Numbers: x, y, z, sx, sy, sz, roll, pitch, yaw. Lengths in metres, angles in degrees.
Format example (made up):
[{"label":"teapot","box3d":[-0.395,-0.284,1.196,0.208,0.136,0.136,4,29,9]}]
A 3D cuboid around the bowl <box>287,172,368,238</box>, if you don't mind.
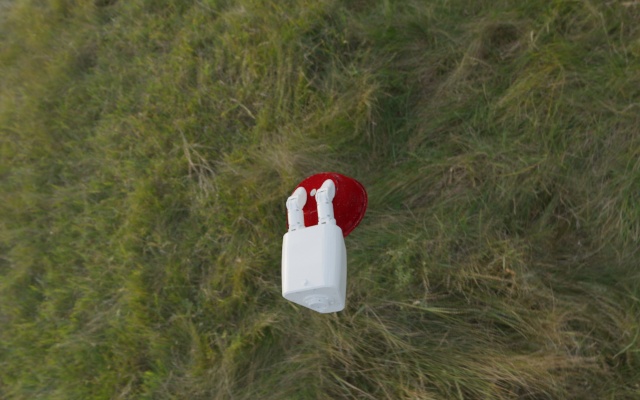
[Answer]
[{"label":"bowl","box3d":[0.000,0.002,0.853,0.162,0.162,0.055,0,-38,33]}]
